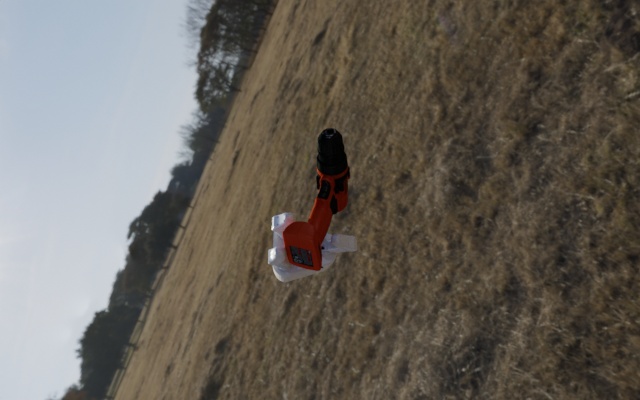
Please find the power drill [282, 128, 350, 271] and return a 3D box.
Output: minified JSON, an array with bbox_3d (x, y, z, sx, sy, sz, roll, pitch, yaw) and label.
[{"bbox_3d":[0.000,0.003,0.765,0.057,0.187,0.185,12,-37,17],"label":"power drill"}]
